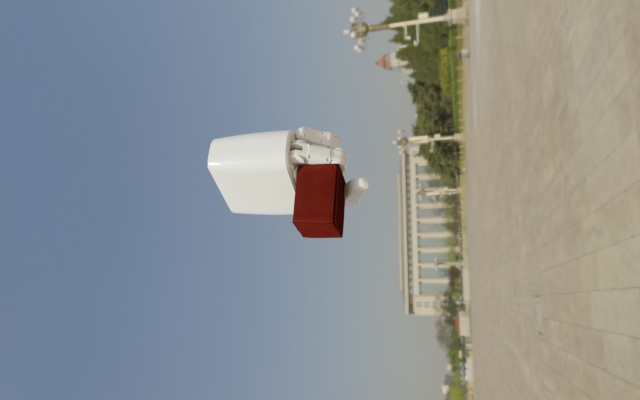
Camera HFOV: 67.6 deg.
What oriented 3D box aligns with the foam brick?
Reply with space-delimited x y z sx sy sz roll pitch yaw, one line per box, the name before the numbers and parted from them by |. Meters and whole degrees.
foam brick | 0.000 0.002 0.577 0.051 0.078 0.053 -1 -25 13
